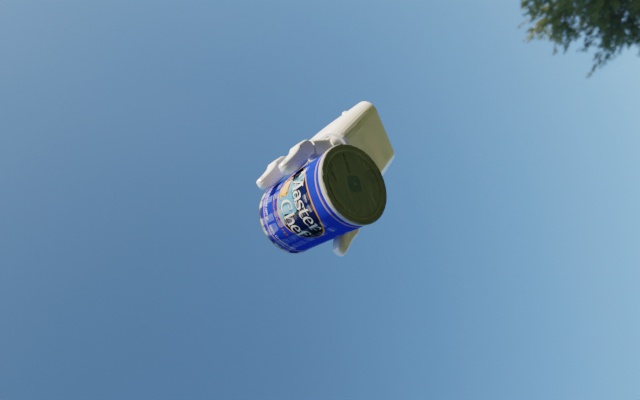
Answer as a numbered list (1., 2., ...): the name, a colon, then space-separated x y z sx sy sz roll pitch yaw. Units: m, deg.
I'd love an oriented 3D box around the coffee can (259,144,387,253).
1. coffee can: 0.000 0.002 0.616 0.103 0.102 0.140 0 -19 -39
